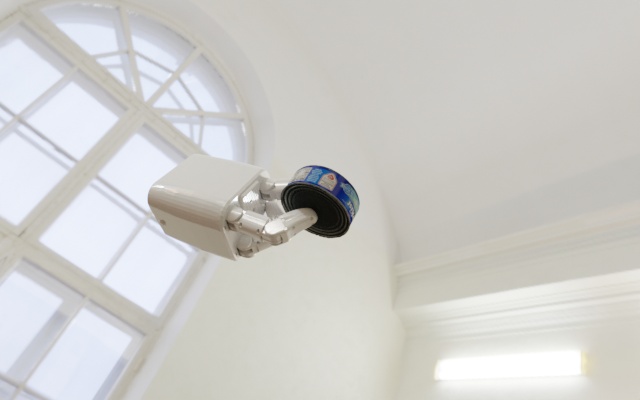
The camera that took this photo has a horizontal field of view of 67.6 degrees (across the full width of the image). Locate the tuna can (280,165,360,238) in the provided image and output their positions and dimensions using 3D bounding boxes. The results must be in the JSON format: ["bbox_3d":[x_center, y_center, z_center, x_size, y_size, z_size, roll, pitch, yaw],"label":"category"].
[{"bbox_3d":[0.000,0.001,0.538,0.086,0.086,0.033,0,44,37],"label":"tuna can"}]
